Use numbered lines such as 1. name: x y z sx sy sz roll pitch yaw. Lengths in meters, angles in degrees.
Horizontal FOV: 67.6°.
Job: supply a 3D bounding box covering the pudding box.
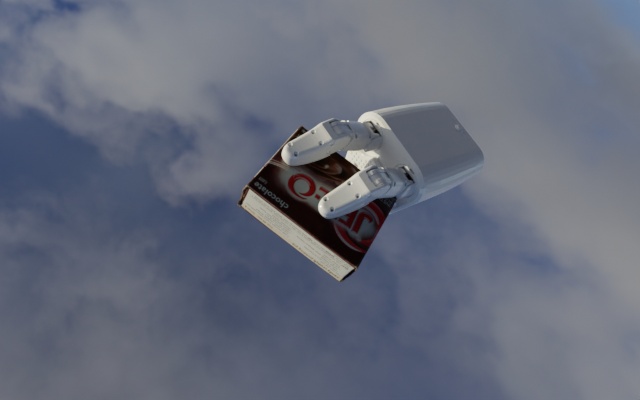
1. pudding box: 0.000 0.001 0.414 0.113 0.090 0.039 35 -40 0
